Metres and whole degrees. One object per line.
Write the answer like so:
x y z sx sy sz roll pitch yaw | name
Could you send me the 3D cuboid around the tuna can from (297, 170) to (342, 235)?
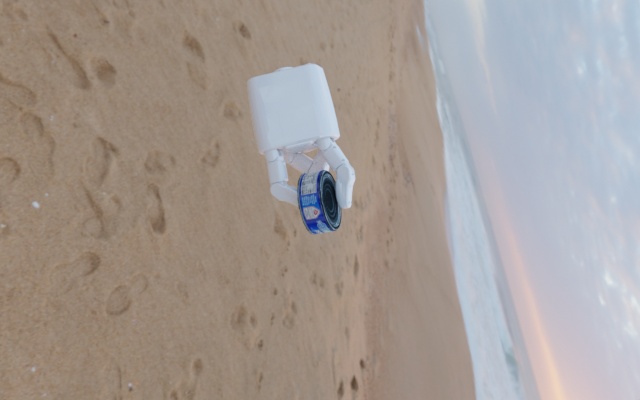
0.001 0.002 0.652 0.034 0.086 0.086 -10 -3 19 | tuna can
